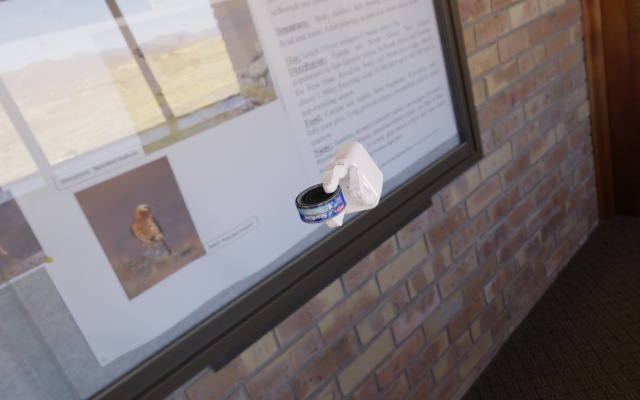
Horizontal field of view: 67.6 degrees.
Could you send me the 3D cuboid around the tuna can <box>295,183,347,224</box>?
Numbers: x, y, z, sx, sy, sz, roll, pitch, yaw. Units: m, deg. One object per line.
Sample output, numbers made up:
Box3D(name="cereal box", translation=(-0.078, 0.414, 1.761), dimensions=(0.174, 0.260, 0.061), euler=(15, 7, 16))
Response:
Box3D(name="tuna can", translation=(0.000, 0.002, 0.823), dimensions=(0.086, 0.034, 0.086), euler=(-16, 26, 8))
